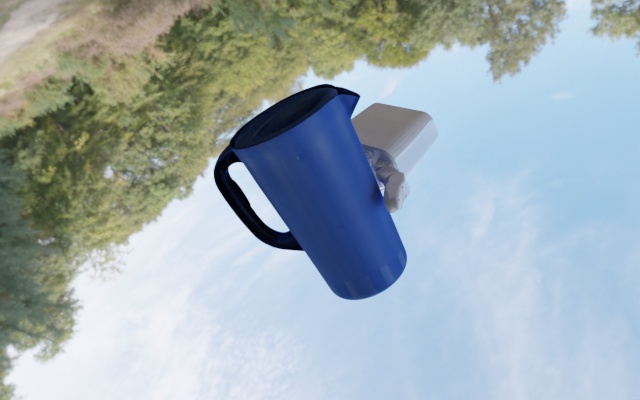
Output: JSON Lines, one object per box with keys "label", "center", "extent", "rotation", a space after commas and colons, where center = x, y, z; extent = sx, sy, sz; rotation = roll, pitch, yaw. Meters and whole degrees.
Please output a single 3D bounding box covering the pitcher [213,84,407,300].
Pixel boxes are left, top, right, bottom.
{"label": "pitcher", "center": [0.000, 0.002, 0.563], "extent": [0.149, 0.243, 0.145], "rotation": [1, 38, 48]}
